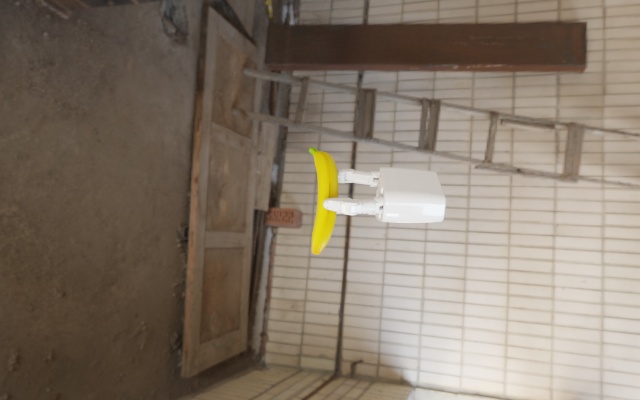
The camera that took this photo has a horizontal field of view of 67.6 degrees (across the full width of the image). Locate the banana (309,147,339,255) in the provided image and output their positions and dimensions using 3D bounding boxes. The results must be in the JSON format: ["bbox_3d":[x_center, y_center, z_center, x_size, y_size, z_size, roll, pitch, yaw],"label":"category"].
[{"bbox_3d":[0.007,-0.002,0.852,0.037,0.198,0.069,3,-6,-21],"label":"banana"}]
